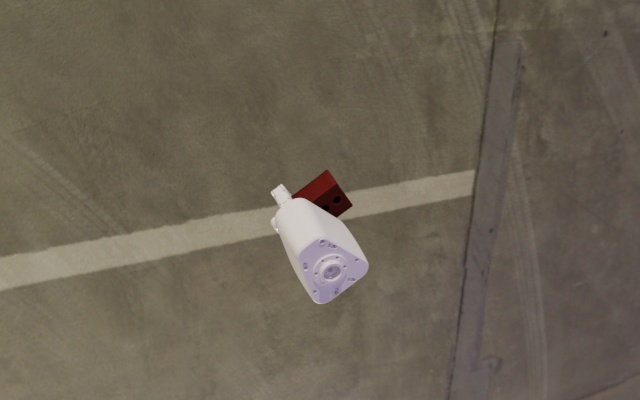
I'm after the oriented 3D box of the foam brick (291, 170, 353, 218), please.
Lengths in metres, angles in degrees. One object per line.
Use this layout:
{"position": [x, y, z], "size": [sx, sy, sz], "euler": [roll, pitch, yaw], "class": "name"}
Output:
{"position": [0.000, 0.002, 0.736], "size": [0.078, 0.053, 0.051], "euler": [-37, 33, 1], "class": "foam brick"}
